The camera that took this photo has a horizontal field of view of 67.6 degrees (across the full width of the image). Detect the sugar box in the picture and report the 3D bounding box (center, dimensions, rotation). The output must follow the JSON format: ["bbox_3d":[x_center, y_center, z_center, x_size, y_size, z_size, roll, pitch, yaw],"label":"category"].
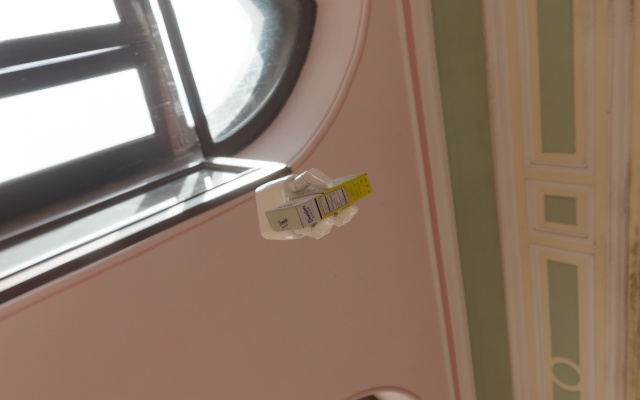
[{"bbox_3d":[0.000,0.003,0.835,0.176,0.048,0.093,-29,11,-38],"label":"sugar box"}]
